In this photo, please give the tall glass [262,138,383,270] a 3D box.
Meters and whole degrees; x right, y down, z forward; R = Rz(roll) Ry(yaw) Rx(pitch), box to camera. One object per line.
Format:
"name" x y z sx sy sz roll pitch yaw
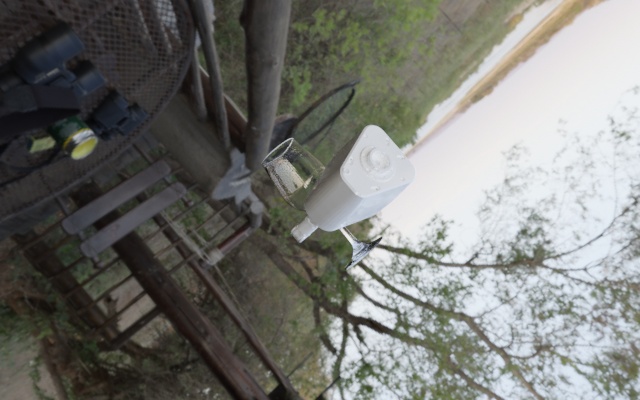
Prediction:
"tall glass" 0.000 0.003 0.708 0.079 0.201 0.079 -41 -3 -3
